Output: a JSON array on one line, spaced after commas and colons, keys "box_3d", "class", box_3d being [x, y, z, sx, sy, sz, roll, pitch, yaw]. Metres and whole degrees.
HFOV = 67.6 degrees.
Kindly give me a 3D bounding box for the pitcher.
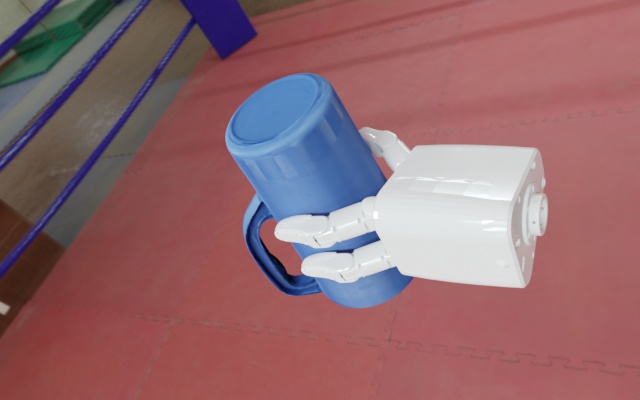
[{"box_3d": [0.000, 0.002, 0.493, 0.145, 0.149, 0.243, 6, -36, 37], "class": "pitcher"}]
